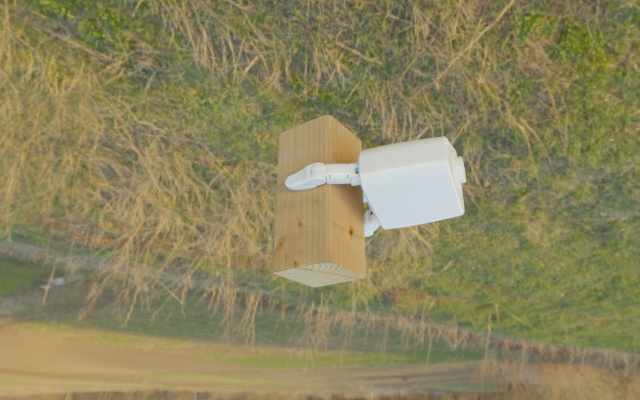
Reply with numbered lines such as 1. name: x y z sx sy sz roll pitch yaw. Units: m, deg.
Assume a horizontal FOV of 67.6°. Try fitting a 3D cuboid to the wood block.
1. wood block: 0.000 0.002 0.651 0.090 0.206 0.091 -16 -29 32
